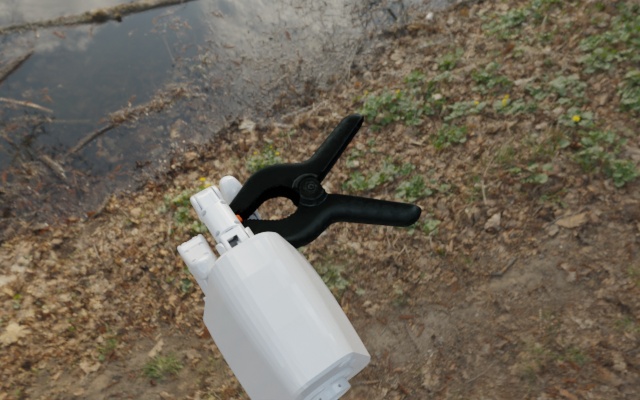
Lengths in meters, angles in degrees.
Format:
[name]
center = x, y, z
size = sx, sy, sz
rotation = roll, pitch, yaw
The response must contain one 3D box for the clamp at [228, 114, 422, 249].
[clamp]
center = 0.000, 0.001, 0.414
size = 0.171, 0.120, 0.039
rotation = -31, -25, -16
